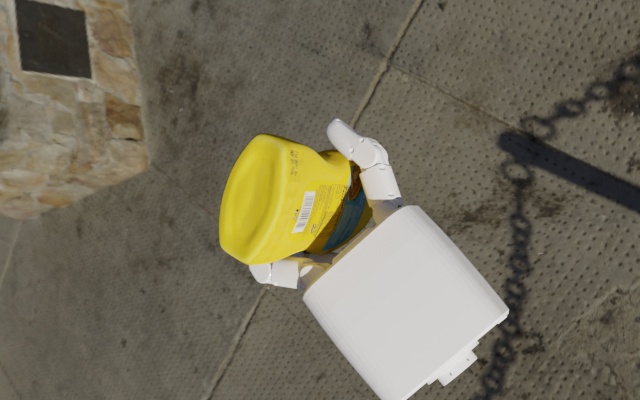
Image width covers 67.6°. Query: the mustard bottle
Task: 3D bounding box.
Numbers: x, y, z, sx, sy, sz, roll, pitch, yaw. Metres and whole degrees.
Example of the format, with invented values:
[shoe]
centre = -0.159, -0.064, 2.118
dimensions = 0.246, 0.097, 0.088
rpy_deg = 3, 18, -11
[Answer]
[mustard bottle]
centre = 0.000, 0.001, 0.420
dimensions = 0.058, 0.096, 0.191
rpy_deg = 23, 11, 31
